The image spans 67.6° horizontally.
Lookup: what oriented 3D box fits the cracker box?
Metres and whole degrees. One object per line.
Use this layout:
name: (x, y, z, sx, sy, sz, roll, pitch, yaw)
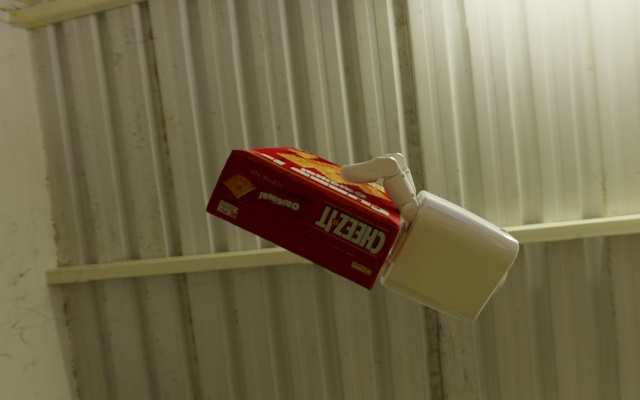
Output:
cracker box: (0.000, 0.002, 0.513, 0.164, 0.072, 0.213, 25, 10, 5)
